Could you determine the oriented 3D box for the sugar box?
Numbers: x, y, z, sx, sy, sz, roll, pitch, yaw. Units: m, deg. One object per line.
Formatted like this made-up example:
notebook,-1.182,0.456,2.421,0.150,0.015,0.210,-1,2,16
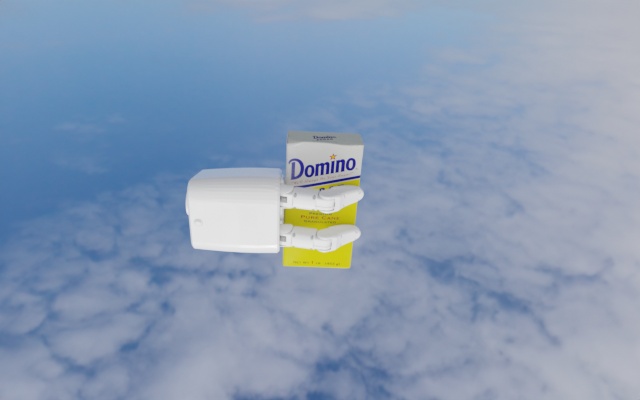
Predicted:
sugar box,0.000,0.002,0.609,0.093,0.176,0.048,2,29,-3
